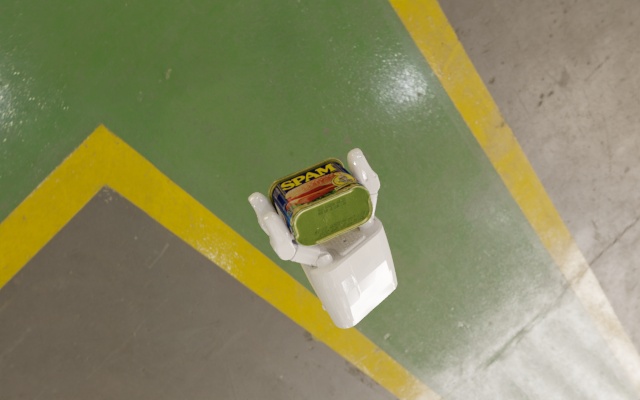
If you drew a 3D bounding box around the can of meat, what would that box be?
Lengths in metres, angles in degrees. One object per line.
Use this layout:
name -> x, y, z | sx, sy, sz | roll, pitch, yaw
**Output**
can of meat -> 0.000, 0.002, 0.559 | 0.102, 0.057, 0.084 | -23, 31, -11
